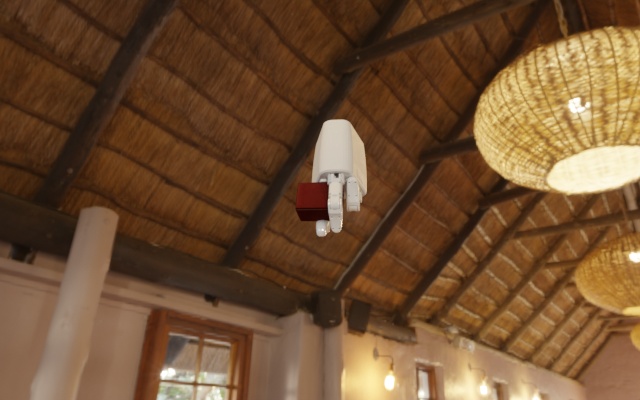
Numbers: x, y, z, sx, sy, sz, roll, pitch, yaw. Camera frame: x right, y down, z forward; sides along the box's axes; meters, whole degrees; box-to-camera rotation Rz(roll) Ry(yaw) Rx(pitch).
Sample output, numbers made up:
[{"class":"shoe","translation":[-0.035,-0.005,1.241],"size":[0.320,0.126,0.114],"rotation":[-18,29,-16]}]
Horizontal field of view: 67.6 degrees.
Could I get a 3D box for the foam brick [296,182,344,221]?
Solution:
[{"class":"foam brick","translation":[0.000,0.003,0.822],"size":[0.078,0.051,0.053],"rotation":[-1,-25,6]}]
